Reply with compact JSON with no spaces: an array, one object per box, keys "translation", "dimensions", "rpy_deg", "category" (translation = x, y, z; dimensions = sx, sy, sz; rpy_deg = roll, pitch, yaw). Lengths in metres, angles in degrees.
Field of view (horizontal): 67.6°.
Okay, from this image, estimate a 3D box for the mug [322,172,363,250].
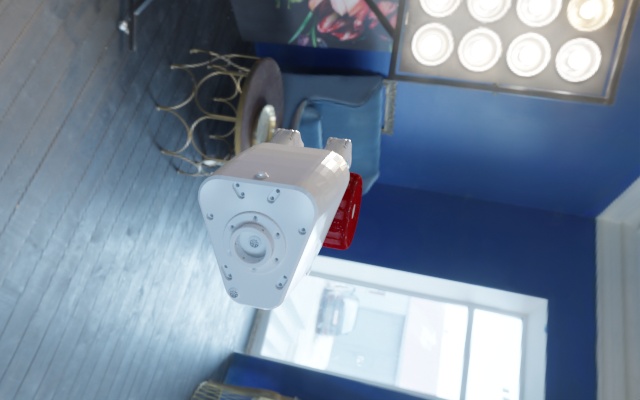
[{"translation":[0.001,0.001,0.516],"dimensions":[0.081,0.093,0.117],"rpy_deg":[10,22,11],"category":"mug"}]
